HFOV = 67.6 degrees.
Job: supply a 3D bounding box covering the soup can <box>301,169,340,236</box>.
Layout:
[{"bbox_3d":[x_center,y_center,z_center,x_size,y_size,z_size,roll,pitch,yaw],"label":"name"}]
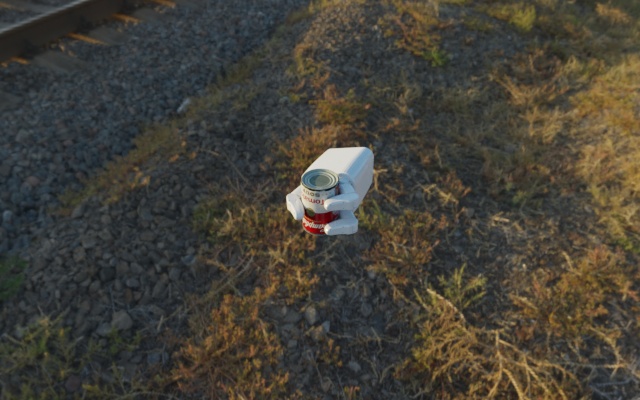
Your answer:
[{"bbox_3d":[0.000,0.003,0.852,0.068,0.102,0.068,-1,38,0],"label":"soup can"}]
